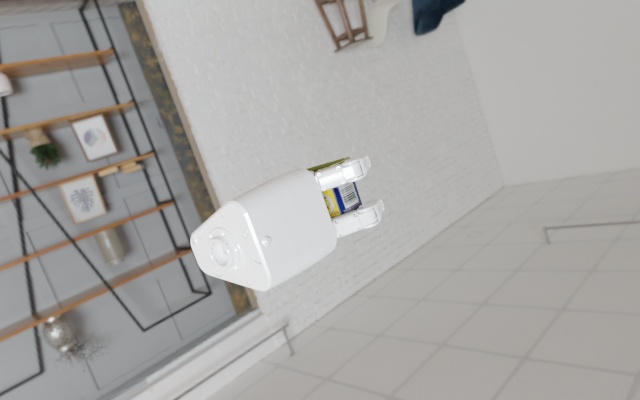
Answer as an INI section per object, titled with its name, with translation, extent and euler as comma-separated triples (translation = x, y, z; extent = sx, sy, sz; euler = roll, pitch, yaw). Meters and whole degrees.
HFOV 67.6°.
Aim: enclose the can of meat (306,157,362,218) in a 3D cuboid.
[can of meat]
translation = 0.000, 0.002, 0.579
extent = 0.102, 0.084, 0.057
euler = -13, 10, 38
